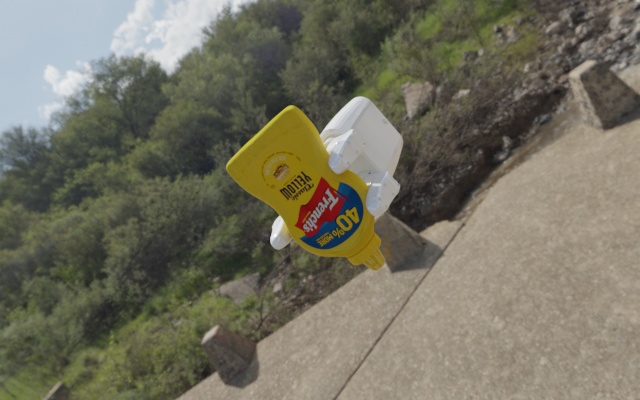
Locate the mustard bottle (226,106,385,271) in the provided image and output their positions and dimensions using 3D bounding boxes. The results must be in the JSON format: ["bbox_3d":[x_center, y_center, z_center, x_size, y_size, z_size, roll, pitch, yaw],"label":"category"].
[{"bbox_3d":[0.000,0.002,0.500,0.096,0.192,0.058,-40,12,16],"label":"mustard bottle"}]
